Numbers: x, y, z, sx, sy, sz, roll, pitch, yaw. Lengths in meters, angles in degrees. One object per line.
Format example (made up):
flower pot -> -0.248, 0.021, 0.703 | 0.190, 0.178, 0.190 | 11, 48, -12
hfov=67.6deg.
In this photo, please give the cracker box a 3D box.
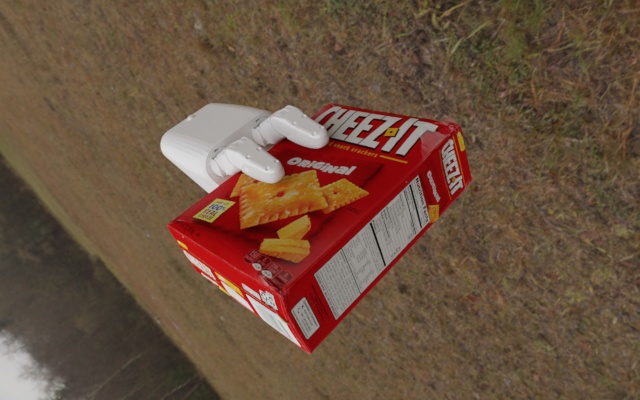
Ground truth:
cracker box -> 0.000, 0.002, 0.418 | 0.213, 0.072, 0.164 | -42, 40, -25
